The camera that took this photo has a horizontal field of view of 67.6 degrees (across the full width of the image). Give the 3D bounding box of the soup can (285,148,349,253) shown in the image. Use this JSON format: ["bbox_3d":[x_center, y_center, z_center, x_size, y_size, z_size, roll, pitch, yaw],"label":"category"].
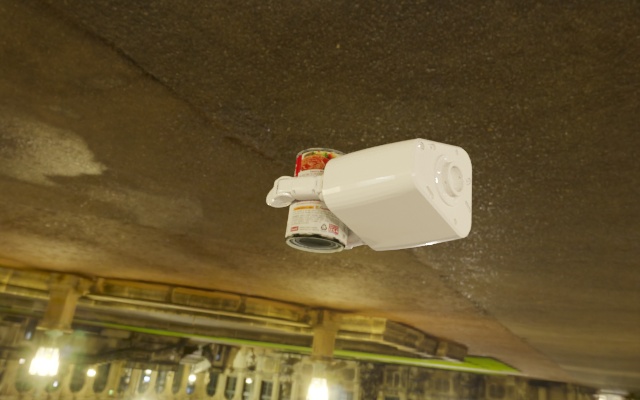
[{"bbox_3d":[0.000,0.002,0.536,0.068,0.102,0.068,6,-19,2],"label":"soup can"}]
